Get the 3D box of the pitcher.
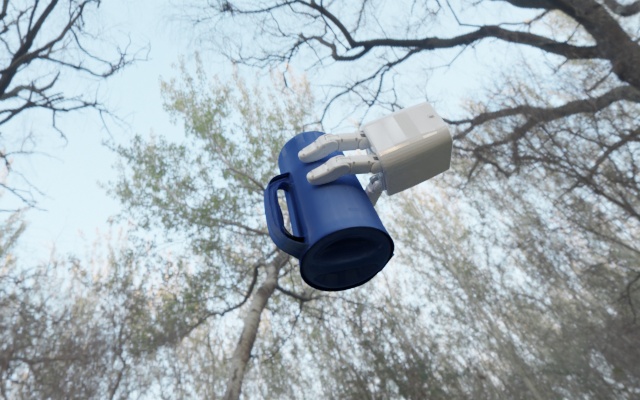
[{"bbox_3d":[0.000,0.002,0.712,0.145,0.242,0.149,-24,-44,4],"label":"pitcher"}]
